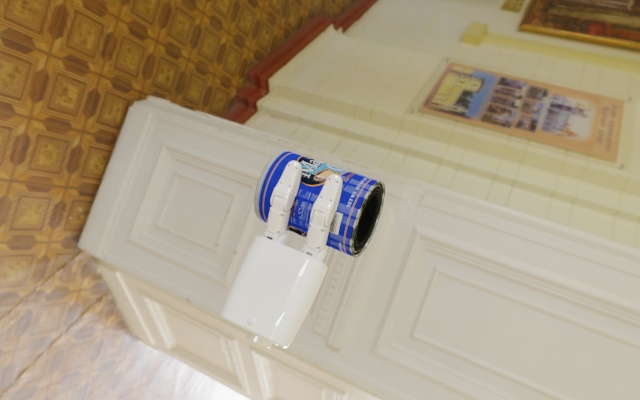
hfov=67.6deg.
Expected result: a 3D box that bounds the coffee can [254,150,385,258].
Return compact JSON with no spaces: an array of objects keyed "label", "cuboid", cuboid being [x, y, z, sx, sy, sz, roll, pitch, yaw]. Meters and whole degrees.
[{"label":"coffee can","cuboid":[0.000,0.002,0.623,0.140,0.103,0.103,20,7,20]}]
